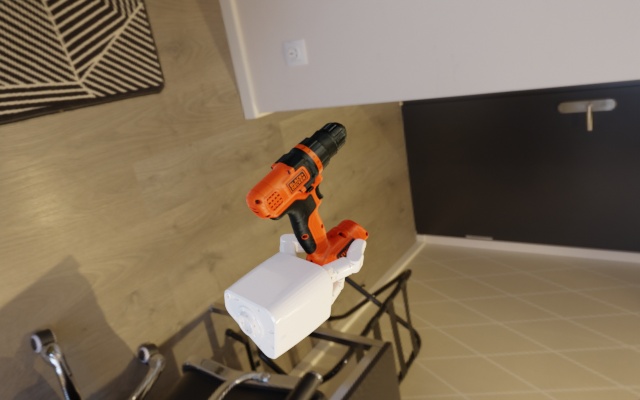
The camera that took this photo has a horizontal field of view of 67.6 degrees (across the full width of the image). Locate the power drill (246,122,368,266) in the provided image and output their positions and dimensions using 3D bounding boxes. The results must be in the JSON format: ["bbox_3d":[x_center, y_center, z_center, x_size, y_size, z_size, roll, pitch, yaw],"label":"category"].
[{"bbox_3d":[0.000,0.003,0.702,0.184,0.188,0.057,-44,32,-21],"label":"power drill"}]
